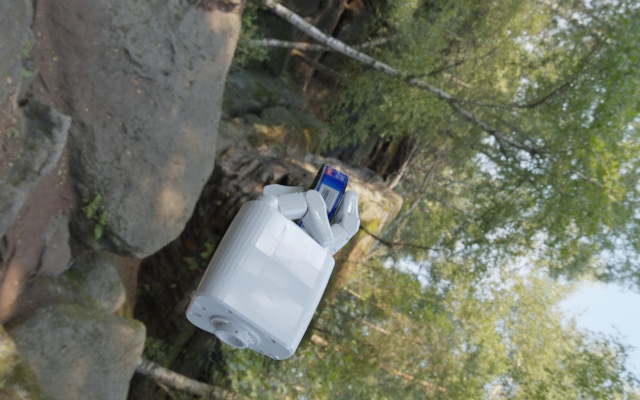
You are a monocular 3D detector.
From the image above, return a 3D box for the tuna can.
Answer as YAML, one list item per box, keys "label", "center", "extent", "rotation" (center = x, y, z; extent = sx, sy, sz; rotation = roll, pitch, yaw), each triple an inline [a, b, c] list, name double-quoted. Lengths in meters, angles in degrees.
- label: "tuna can"
  center: [0.001, 0.002, 0.564]
  extent: [0.034, 0.086, 0.086]
  rotation: [26, -3, -5]
